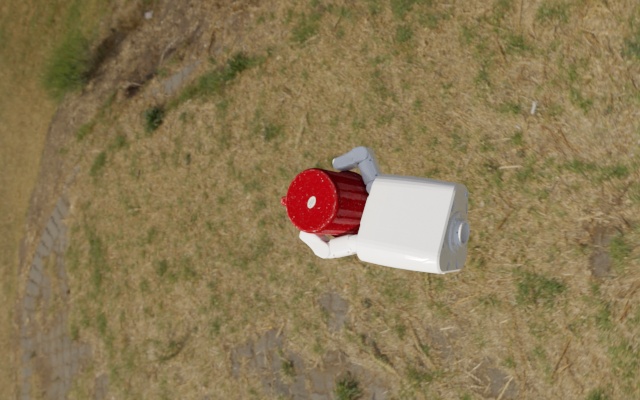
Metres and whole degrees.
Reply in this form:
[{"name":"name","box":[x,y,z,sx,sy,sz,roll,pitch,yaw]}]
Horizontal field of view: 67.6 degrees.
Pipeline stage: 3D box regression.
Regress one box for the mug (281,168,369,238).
[{"name":"mug","box":[-0.001,0.002,0.620,0.117,0.093,0.081,5,-1,35]}]
